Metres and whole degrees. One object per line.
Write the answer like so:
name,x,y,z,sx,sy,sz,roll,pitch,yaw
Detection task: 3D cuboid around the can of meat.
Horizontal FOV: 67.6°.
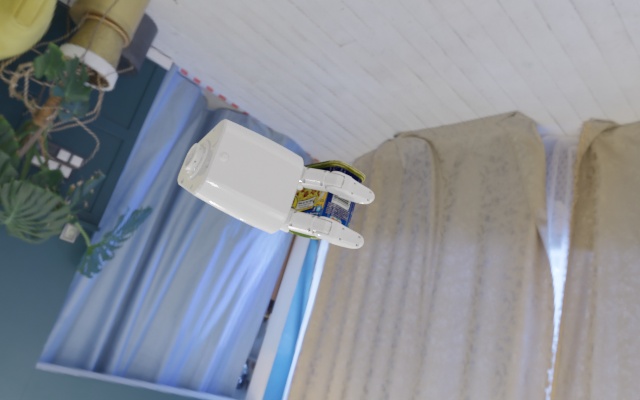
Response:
can of meat,0.000,0.002,0.609,0.057,0.084,0.102,30,-21,-33
